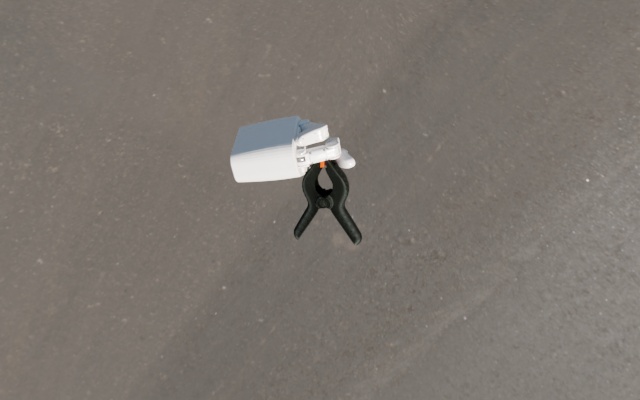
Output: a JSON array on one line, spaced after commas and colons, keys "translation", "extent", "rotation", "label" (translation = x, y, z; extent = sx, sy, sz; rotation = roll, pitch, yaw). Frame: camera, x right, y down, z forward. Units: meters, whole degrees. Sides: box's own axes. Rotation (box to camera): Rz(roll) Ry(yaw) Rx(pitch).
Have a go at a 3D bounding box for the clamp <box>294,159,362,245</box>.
[{"translation": [0.000, 0.003, 0.806], "extent": [0.120, 0.171, 0.039], "rotation": [-6, 23, 11], "label": "clamp"}]
